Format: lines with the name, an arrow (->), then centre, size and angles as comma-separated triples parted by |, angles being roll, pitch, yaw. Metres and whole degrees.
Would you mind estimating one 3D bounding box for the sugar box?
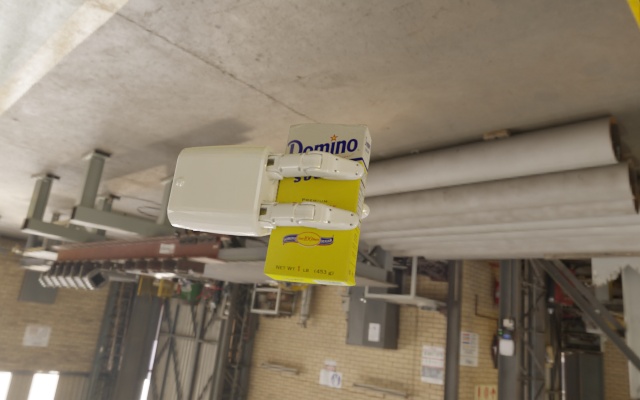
sugar box -> 0.000, 0.002, 0.526 | 0.093, 0.176, 0.048 | 3, -16, 15
